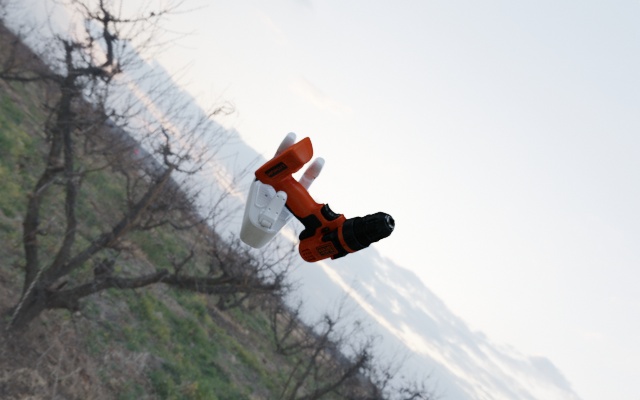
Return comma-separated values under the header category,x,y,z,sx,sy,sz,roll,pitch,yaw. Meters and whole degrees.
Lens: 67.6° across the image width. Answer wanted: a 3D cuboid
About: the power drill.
category,x,y,z,sx,sy,sz,roll,pitch,yaw
power drill,0.000,0.002,0.714,0.184,0.188,0.057,-24,13,40
